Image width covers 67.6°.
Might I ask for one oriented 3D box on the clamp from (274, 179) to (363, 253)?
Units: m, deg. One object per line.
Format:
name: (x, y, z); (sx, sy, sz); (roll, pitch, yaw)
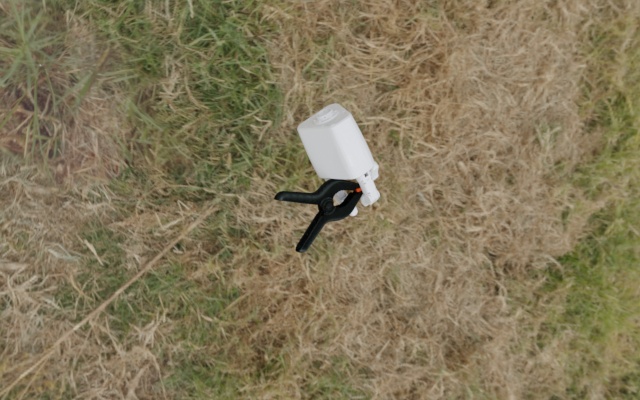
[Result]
clamp: (0.001, 0.003, 0.865); (0.171, 0.120, 0.039); (-37, 29, -17)
